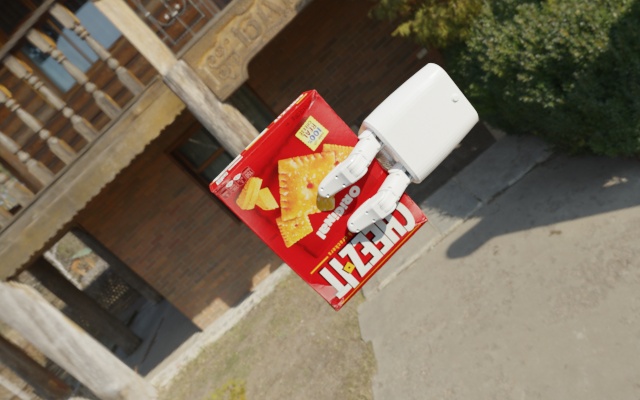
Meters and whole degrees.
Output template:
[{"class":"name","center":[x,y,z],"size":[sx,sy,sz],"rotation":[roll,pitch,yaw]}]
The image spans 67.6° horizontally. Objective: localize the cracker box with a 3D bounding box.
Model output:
[{"class":"cracker box","center":[0.000,0.002,0.577],"size":[0.214,0.164,0.072],"rotation":[46,-3,-16]}]
